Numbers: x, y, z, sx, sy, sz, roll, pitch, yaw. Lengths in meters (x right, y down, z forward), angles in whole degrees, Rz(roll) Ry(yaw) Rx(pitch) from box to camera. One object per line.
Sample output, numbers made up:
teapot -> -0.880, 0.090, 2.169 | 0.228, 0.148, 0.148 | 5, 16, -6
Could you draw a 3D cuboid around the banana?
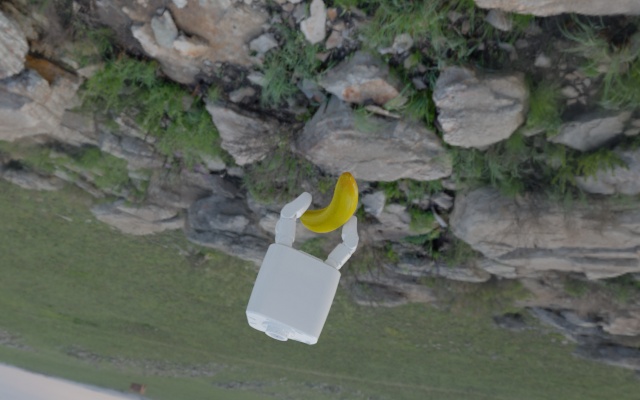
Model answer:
banana -> 0.014, 0.013, 0.738 | 0.069, 0.037, 0.198 | 34, -30, -15
